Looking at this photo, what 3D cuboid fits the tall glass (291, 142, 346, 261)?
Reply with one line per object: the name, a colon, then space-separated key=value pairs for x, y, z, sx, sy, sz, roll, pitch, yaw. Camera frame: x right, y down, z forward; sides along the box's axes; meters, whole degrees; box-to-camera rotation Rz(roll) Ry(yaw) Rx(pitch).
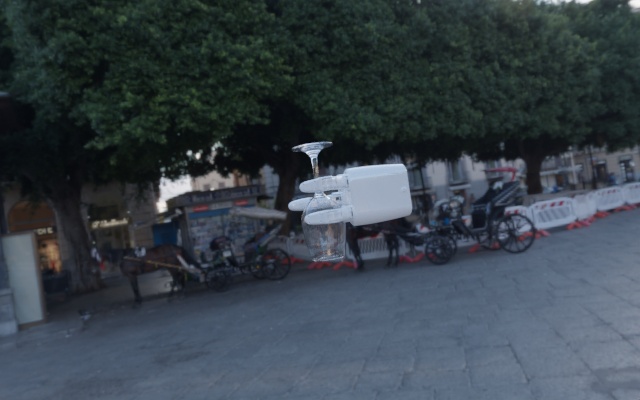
tall glass: x=0.000 y=0.002 z=0.840 sx=0.079 sy=0.201 sz=0.079 roll=-8 pitch=-1 yaw=0
